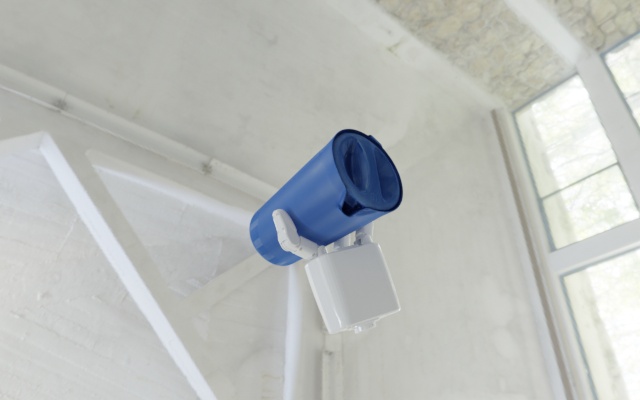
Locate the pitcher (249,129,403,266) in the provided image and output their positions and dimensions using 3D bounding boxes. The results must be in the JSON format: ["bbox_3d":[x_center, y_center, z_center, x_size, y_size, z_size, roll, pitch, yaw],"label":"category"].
[{"bbox_3d":[0.000,0.003,0.736,0.149,0.145,0.243,-1,-26,-45],"label":"pitcher"}]
